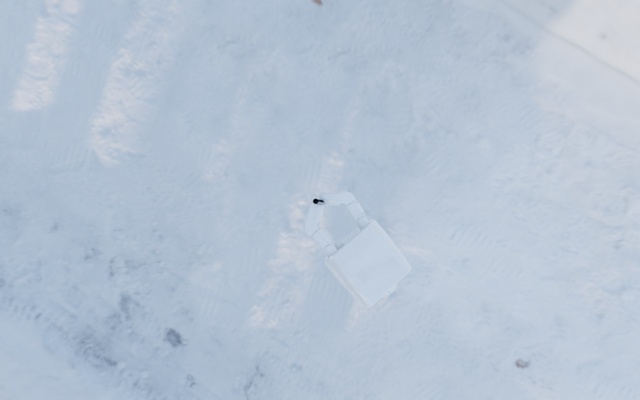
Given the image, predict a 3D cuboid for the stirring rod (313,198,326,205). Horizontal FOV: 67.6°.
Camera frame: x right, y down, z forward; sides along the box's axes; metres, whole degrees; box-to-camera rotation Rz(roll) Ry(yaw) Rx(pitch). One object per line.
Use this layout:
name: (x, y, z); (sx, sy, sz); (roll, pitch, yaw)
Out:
stirring rod: (0.000, 0.003, 0.775); (0.011, 0.011, 0.239); (0, -1, 3)
